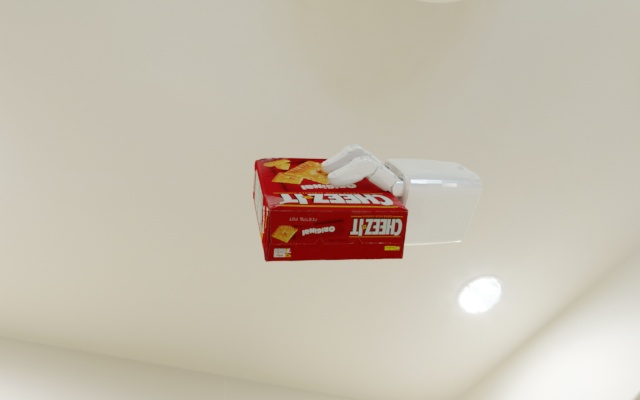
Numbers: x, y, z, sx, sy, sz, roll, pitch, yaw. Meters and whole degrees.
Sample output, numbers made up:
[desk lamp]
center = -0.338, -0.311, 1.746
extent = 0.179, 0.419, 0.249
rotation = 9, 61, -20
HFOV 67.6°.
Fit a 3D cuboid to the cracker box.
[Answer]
[cracker box]
center = 0.000, 0.002, 0.627
extent = 0.164, 0.072, 0.213
rotation = 0, 19, -12
